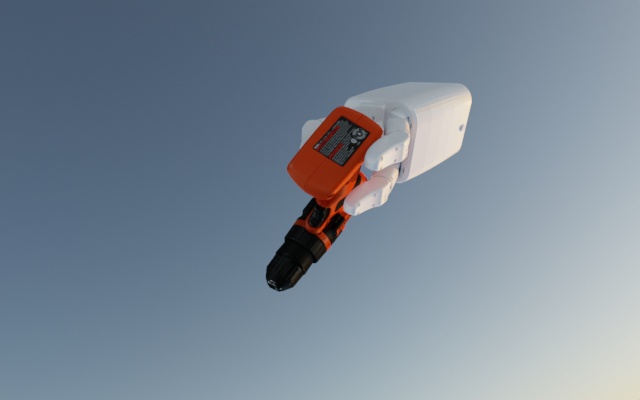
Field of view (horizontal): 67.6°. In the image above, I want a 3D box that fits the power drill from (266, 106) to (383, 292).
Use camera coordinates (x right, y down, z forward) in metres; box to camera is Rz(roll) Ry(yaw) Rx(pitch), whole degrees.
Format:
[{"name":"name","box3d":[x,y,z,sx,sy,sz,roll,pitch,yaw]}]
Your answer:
[{"name":"power drill","box3d":[0.000,0.001,0.522,0.057,0.184,0.188,32,-25,10]}]
